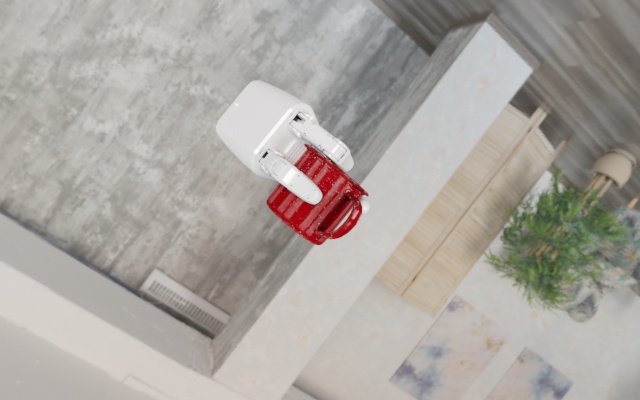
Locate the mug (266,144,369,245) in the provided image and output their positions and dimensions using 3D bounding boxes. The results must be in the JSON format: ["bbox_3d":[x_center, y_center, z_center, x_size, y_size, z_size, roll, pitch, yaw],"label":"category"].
[{"bbox_3d":[0.001,0.003,0.529,0.117,0.081,0.093,40,2,44],"label":"mug"}]
